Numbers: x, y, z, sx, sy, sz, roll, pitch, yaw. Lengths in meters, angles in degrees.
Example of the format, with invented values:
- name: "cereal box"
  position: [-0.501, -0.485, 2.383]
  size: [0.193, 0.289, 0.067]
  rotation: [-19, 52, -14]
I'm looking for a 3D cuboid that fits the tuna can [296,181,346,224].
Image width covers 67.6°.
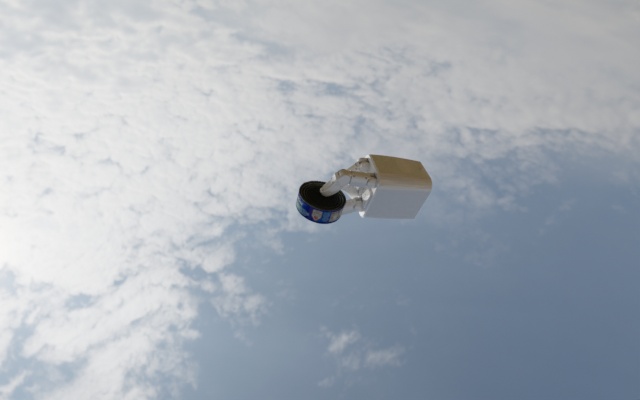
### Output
- name: "tuna can"
  position: [0.000, 0.003, 0.844]
  size: [0.086, 0.034, 0.086]
  rotation: [12, 35, -8]
